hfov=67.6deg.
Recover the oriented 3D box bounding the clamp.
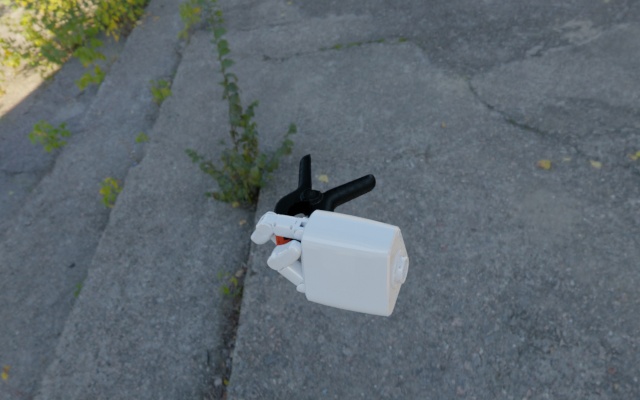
[{"bbox_3d":[0.000,0.002,0.652,0.120,0.039,0.171,9,48,22],"label":"clamp"}]
